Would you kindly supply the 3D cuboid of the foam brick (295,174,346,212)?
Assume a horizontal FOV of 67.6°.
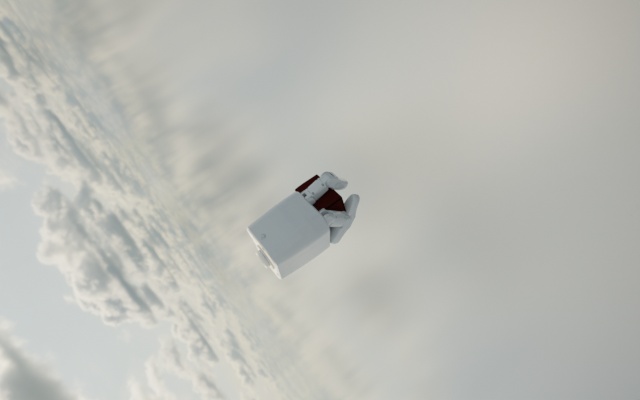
[{"bbox_3d":[0.000,0.003,0.837,0.051,0.053,0.078,-35,51,-14],"label":"foam brick"}]
